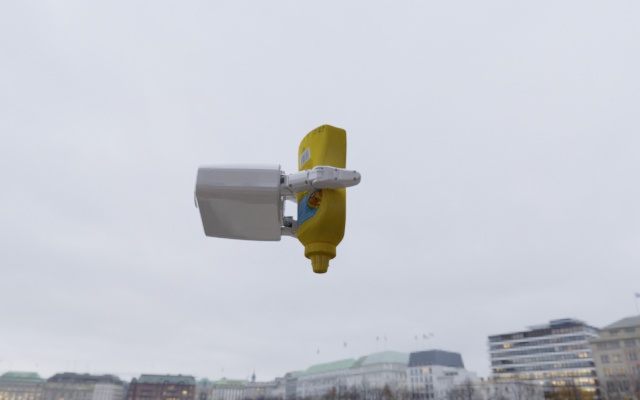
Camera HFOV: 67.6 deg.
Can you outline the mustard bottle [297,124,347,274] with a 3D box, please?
[{"bbox_3d":[0.000,0.002,0.631,0.058,0.191,0.096,13,-28,-24],"label":"mustard bottle"}]
